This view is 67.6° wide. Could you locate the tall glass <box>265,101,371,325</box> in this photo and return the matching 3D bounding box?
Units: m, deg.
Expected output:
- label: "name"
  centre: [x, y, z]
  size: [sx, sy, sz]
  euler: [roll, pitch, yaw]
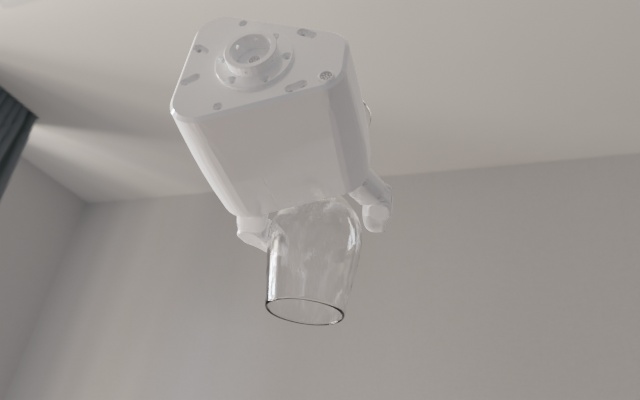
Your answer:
- label: "tall glass"
  centre: [0.000, 0.001, 0.416]
  size: [0.079, 0.201, 0.079]
  euler: [6, -31, 4]
